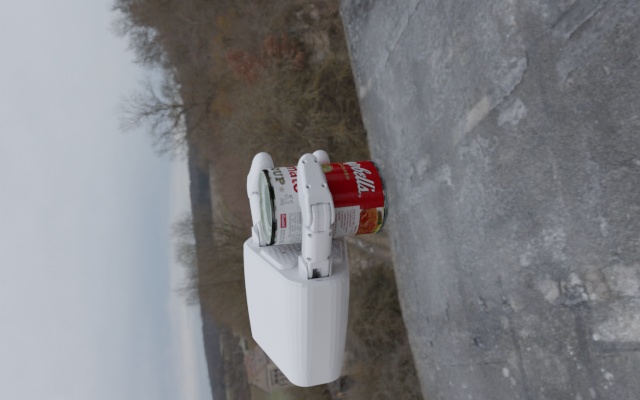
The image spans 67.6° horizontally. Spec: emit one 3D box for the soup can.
[{"bbox_3d":[0.000,0.001,0.425,0.102,0.068,0.068,-5,1,-16],"label":"soup can"}]
